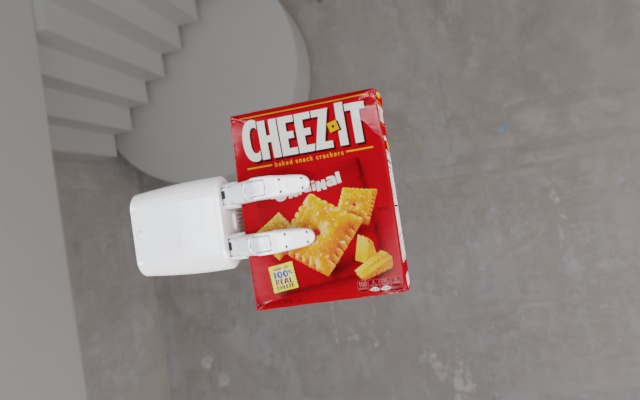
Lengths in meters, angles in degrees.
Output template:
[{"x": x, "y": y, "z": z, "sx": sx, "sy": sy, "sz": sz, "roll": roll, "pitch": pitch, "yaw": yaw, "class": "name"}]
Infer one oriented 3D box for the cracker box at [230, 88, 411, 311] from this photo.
[{"x": 0.000, "y": 0.002, "z": 0.521, "sx": 0.164, "sy": 0.213, "sz": 0.072, "roll": -9, "pitch": -2, "yaw": 11, "class": "cracker box"}]
